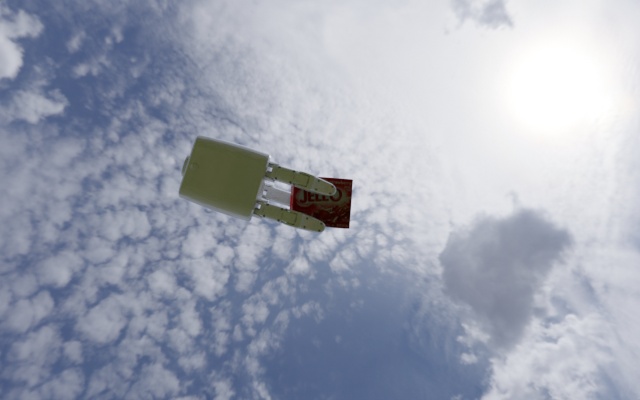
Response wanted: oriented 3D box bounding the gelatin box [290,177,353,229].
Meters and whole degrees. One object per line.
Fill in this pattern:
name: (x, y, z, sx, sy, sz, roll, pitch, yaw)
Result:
gelatin box: (0.000, 0.002, 0.697, 0.089, 0.073, 0.030, 5, -2, -12)
